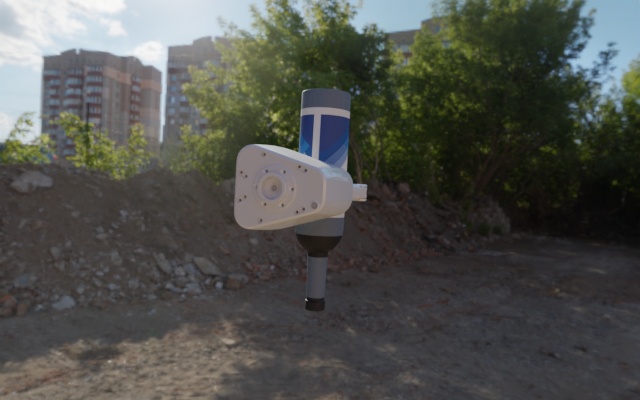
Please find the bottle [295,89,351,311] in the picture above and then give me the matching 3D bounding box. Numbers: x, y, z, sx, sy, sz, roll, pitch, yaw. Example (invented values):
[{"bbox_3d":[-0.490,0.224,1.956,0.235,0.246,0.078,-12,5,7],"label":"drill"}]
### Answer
[{"bbox_3d":[0.000,0.002,0.651,0.069,0.295,0.069,3,1,0],"label":"bottle"}]
